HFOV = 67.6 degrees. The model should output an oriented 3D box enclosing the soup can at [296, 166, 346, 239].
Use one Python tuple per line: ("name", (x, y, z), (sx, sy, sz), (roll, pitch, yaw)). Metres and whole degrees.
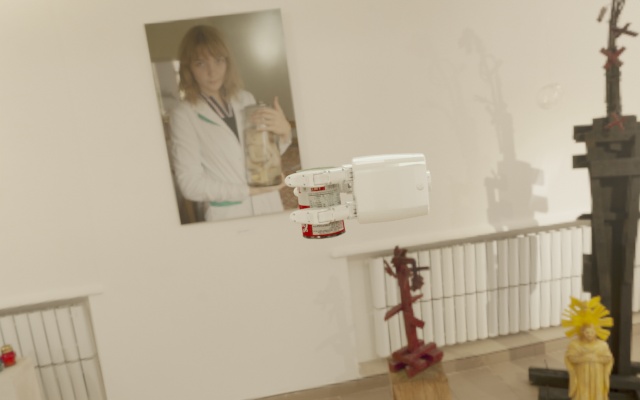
("soup can", (0.000, 0.002, 0.736), (0.068, 0.102, 0.068), (-6, 9, 1))
